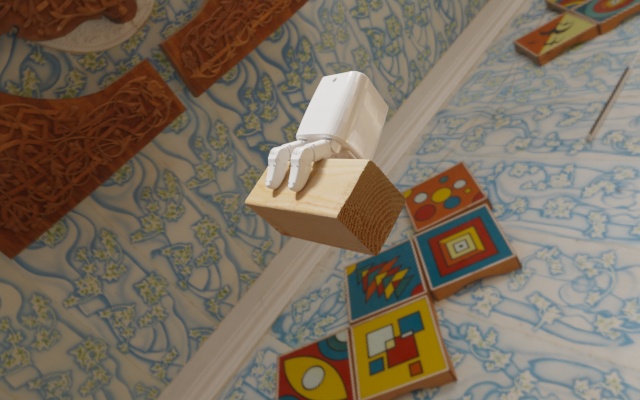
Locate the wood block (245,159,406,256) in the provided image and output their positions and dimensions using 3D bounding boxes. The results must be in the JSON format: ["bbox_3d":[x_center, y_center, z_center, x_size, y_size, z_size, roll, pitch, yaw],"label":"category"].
[{"bbox_3d":[0.000,0.002,0.662,0.206,0.090,0.091,7,-30,51],"label":"wood block"}]
